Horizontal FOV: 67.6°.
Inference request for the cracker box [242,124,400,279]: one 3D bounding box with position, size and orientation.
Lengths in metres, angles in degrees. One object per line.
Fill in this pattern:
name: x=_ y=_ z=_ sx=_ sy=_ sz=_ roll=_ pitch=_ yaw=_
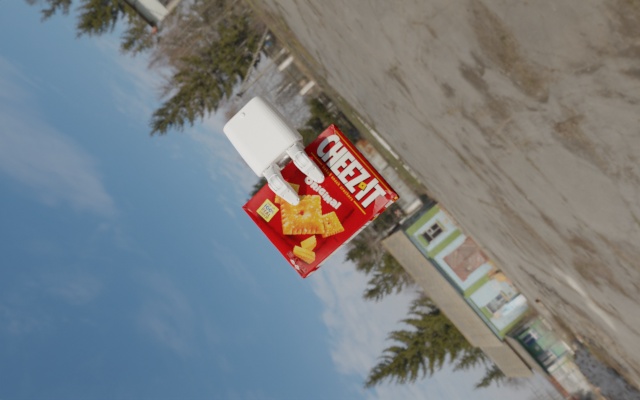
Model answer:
cracker box: x=0.000 y=0.003 z=0.813 sx=0.214 sy=0.164 sz=0.072 roll=-42 pitch=-9 yaw=7
